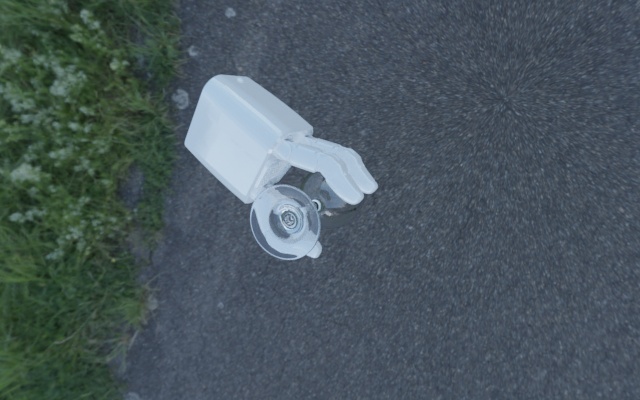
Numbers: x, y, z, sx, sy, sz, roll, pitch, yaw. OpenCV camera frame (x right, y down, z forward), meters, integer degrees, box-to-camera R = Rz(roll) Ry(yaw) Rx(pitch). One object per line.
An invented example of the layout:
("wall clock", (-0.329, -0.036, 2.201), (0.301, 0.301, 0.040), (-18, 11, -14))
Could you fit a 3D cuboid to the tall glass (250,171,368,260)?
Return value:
("tall glass", (0.000, 0.002, 0.546), (0.079, 0.079, 0.201), (0, 11, 21))
